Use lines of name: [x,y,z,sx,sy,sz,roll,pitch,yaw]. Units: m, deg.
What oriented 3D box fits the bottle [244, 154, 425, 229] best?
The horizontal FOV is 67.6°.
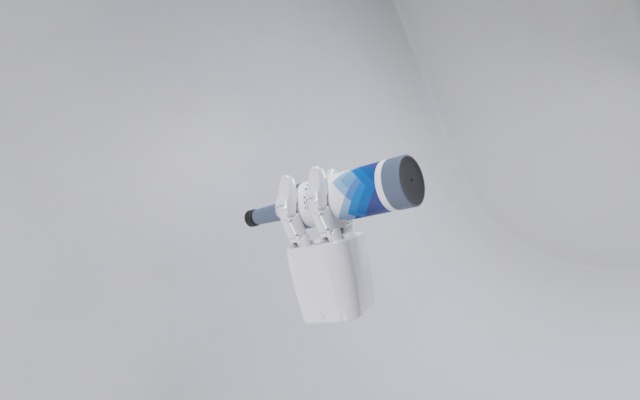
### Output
bottle: [0.000,0.002,0.676,0.296,0.069,0.069,-14,-9,38]
